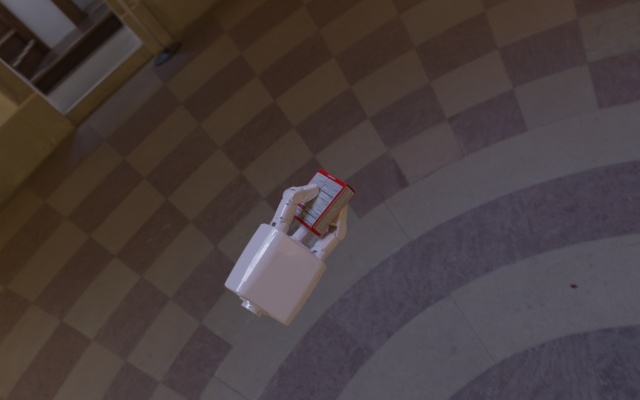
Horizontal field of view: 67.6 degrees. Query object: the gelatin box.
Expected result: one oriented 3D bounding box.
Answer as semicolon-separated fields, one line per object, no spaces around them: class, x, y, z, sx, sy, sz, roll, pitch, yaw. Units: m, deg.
gelatin box;0.000;0.002;0.737;0.030;0.089;0.073;41;-5;-41
